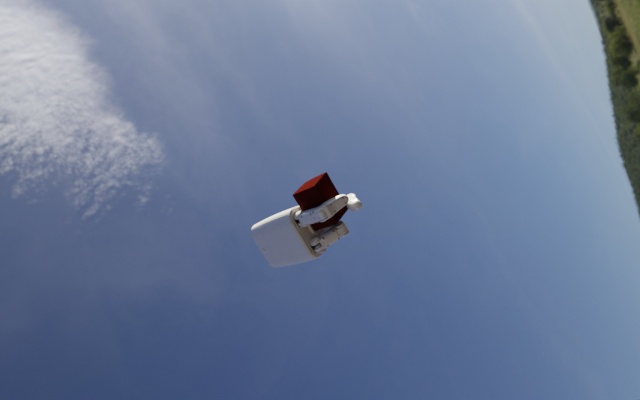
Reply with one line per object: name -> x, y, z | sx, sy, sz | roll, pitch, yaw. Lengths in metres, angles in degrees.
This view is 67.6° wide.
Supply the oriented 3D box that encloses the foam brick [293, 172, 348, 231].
foam brick -> 0.000, 0.002, 0.814 | 0.051, 0.078, 0.053 | -20, 17, 37
